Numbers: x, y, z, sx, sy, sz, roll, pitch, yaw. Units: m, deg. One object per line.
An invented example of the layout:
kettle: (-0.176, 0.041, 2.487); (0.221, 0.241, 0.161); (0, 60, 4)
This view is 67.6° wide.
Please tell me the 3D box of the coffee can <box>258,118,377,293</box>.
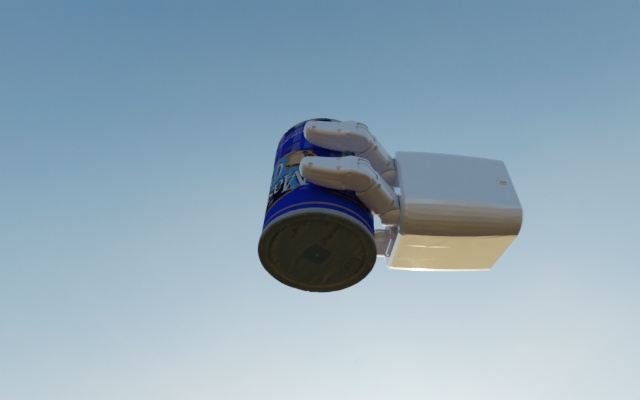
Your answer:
coffee can: (0.000, 0.002, 0.460); (0.103, 0.103, 0.140); (0, 42, 3)
